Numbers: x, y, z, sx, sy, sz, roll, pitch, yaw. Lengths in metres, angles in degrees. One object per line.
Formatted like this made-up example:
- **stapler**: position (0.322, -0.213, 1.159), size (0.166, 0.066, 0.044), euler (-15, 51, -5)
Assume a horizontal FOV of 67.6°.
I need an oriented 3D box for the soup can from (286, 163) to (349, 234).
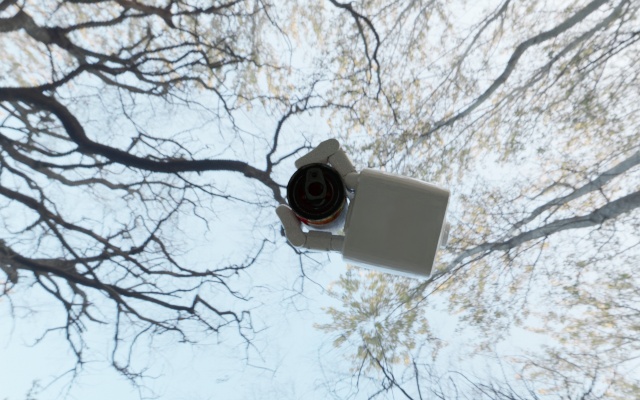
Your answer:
- **soup can**: position (0.000, 0.002, 0.584), size (0.068, 0.068, 0.102), euler (0, -14, 6)
